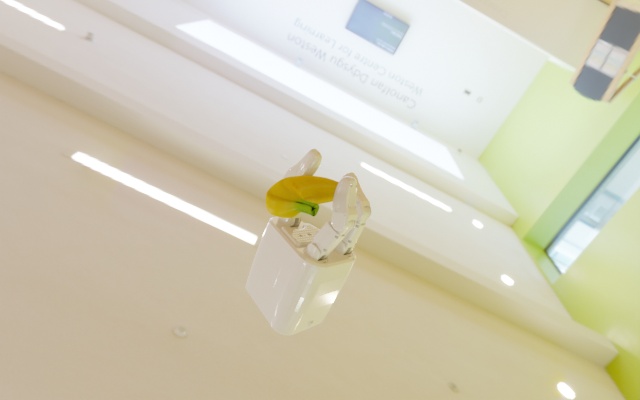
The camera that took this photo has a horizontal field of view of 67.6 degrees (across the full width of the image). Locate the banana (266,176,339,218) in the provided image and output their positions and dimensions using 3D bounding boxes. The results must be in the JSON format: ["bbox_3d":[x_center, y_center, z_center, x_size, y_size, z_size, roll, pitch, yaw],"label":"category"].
[{"bbox_3d":[-0.018,-0.004,0.541,0.069,0.037,0.198,19,12,9],"label":"banana"}]
